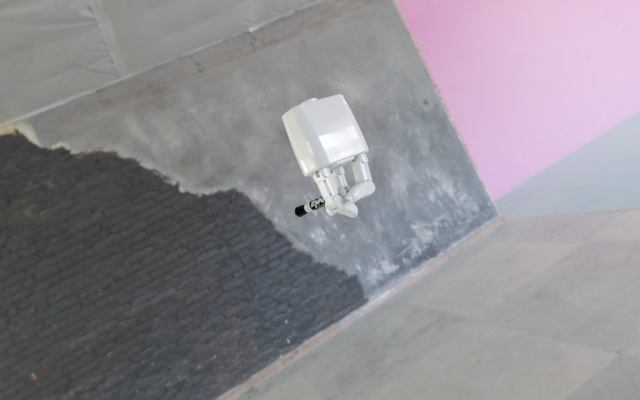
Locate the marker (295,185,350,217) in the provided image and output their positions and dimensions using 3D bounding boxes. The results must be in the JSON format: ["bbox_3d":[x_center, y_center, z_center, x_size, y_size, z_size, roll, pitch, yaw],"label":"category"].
[{"bbox_3d":[0.000,0.003,0.792,0.121,0.020,0.020,-25,-17,40],"label":"marker"}]
